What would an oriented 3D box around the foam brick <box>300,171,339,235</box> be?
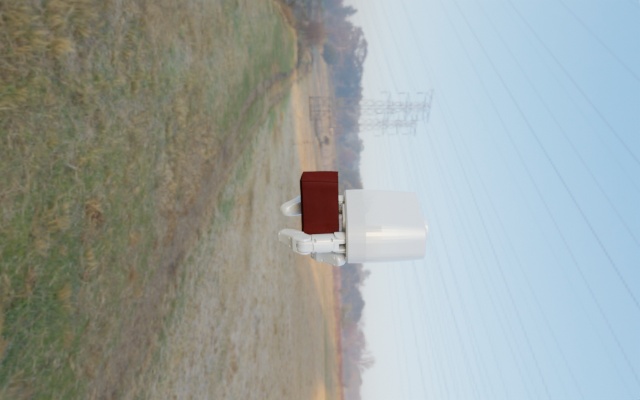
[{"bbox_3d":[0.000,0.002,0.655,0.051,0.078,0.053,-1,20,3],"label":"foam brick"}]
